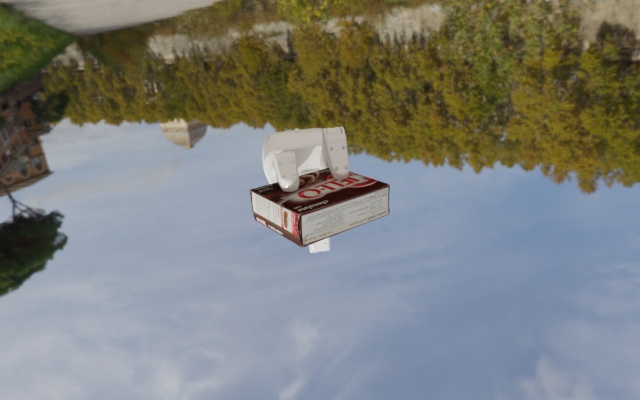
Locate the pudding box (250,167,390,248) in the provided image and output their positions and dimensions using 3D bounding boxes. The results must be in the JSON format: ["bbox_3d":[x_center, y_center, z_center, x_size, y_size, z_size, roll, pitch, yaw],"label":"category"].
[{"bbox_3d":[0.000,0.002,0.481,0.113,0.039,0.090,-20,26,-32],"label":"pudding box"}]
